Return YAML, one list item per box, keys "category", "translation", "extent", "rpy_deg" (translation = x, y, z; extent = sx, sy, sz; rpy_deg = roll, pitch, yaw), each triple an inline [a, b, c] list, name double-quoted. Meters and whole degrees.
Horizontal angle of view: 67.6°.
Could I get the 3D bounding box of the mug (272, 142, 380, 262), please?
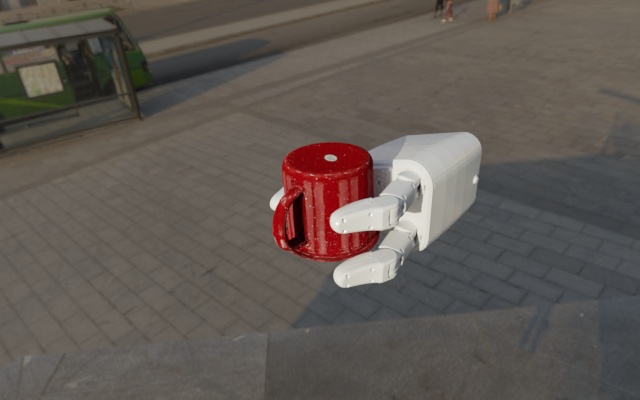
- category: "mug"
  translation: [-0.001, 0.002, 0.431]
  extent: [0.093, 0.081, 0.117]
  rpy_deg: [20, 36, 38]
